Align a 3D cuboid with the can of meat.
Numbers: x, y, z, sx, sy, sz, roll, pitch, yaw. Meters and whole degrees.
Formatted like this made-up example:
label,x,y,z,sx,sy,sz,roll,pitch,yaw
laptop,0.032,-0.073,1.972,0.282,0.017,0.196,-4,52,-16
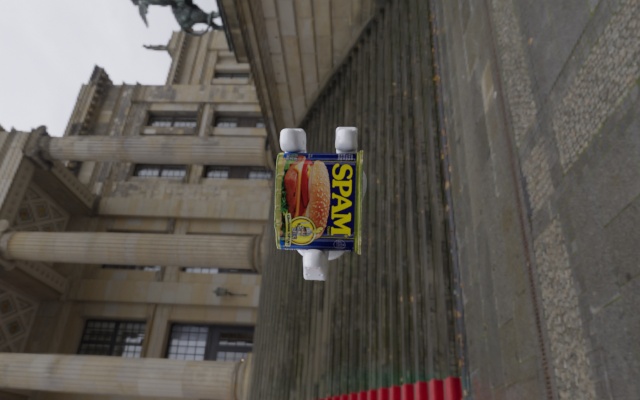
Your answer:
label,x,y,z,sx,sy,sz,roll,pitch,yaw
can of meat,0.000,0.002,0.477,0.084,0.102,0.057,1,-4,5
